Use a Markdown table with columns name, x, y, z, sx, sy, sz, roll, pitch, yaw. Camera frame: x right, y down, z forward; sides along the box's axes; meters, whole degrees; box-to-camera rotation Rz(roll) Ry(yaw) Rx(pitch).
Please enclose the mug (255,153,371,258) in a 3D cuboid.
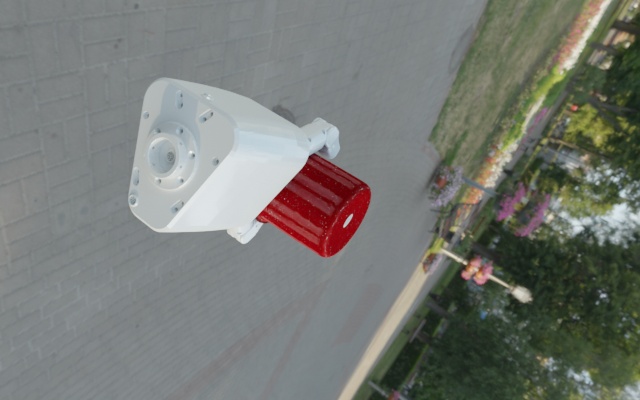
| name | x | y | z | sx | sy | sz | roll | pitch | yaw |
| --- | --- | --- | --- | --- | --- | --- | --- | --- | --- |
| mug | 0.001 | 0.002 | 0.476 | 0.081 | 0.093 | 0.117 | 32 | 14 | 21 |
